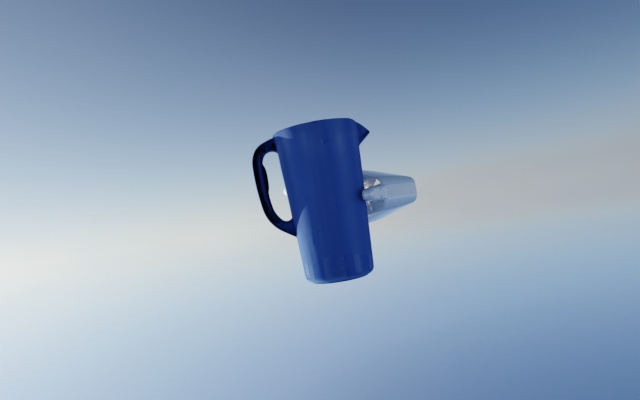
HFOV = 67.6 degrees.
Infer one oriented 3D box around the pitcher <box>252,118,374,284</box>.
[{"bbox_3d":[0.000,0.002,0.743,0.149,0.243,0.145,-11,-2,42],"label":"pitcher"}]
